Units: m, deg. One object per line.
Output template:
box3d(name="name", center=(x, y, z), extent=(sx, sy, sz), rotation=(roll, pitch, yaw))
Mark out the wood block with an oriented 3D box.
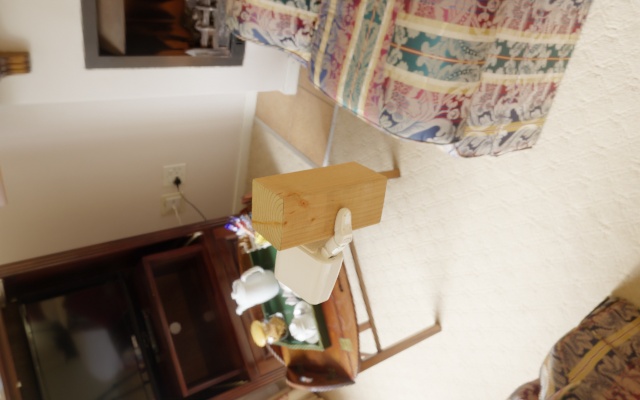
box3d(name="wood block", center=(0.000, 0.003, 0.785), extent=(0.206, 0.090, 0.090), rotation=(-13, 31, -35))
